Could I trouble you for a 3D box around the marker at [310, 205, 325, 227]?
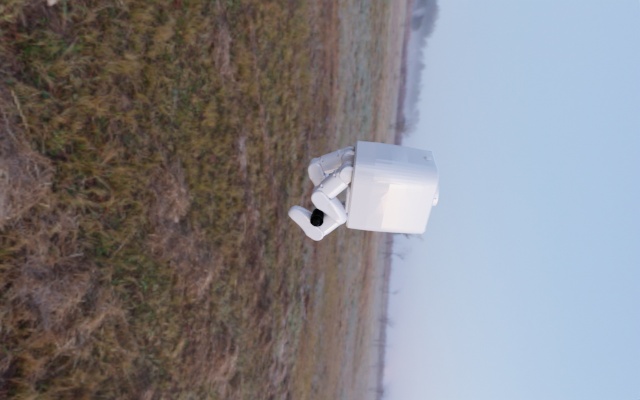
[{"bbox_3d":[0.000,0.002,0.689,0.020,0.020,0.121,0,28,6],"label":"marker"}]
